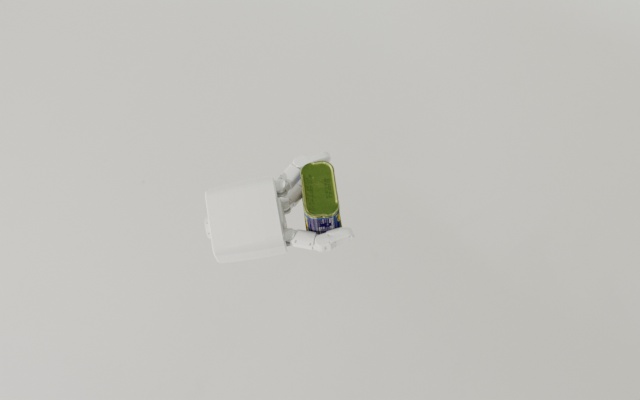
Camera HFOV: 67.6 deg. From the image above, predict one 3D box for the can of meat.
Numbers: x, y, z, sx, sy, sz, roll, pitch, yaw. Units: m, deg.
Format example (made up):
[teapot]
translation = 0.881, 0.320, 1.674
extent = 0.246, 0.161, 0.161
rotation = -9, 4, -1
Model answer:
[can of meat]
translation = 0.000, 0.002, 0.728
extent = 0.057, 0.102, 0.084
rotation = -8, -31, 0
